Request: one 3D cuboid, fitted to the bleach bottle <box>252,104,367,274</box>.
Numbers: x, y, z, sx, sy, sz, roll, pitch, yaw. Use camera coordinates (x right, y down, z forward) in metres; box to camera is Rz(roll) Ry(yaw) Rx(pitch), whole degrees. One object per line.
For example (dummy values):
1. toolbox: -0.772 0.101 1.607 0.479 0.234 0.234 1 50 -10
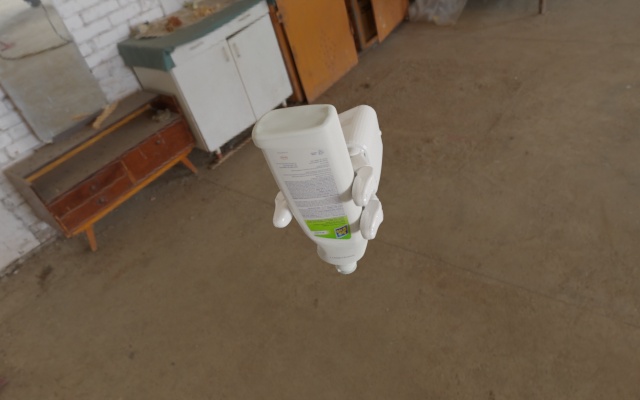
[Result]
1. bleach bottle: 0.000 0.002 0.619 0.102 0.251 0.068 -3 40 18
